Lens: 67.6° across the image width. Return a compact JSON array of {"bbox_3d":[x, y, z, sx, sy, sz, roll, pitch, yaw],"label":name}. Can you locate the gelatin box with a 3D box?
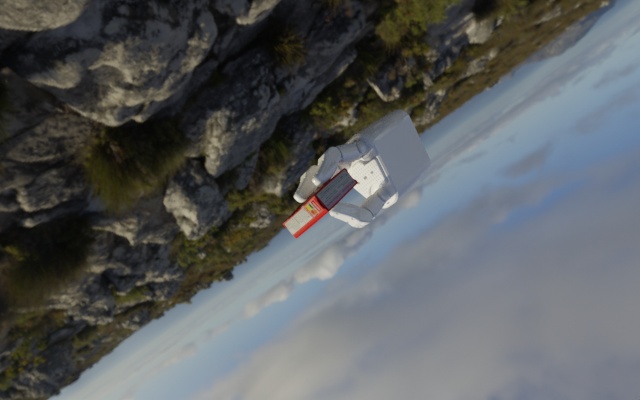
[{"bbox_3d":[0.000,0.003,0.621,0.073,0.030,0.089,-40,2,40],"label":"gelatin box"}]
